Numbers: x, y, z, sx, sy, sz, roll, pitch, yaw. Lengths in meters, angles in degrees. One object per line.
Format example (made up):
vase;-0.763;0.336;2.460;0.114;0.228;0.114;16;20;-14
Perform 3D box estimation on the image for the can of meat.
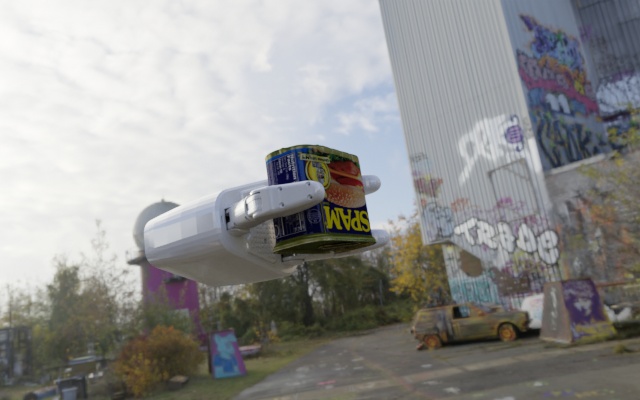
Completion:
can of meat;0.000;0.001;0.423;0.057;0.084;0.102;-18;-15;34
